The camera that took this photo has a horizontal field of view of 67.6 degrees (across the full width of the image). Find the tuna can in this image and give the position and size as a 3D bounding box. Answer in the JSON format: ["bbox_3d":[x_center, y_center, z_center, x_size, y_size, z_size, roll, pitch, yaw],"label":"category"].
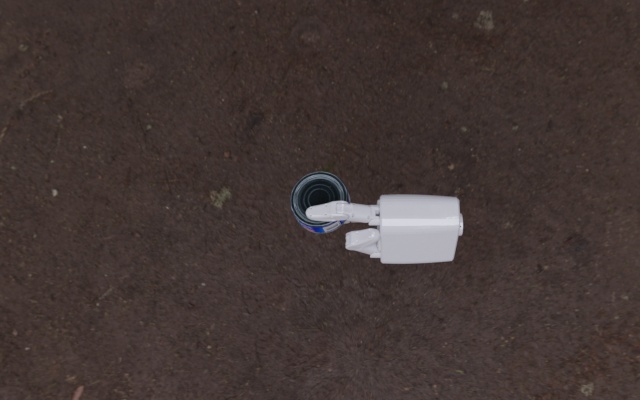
[{"bbox_3d":[0.000,0.002,0.690,0.086,0.086,0.034,0,-19,11],"label":"tuna can"}]
